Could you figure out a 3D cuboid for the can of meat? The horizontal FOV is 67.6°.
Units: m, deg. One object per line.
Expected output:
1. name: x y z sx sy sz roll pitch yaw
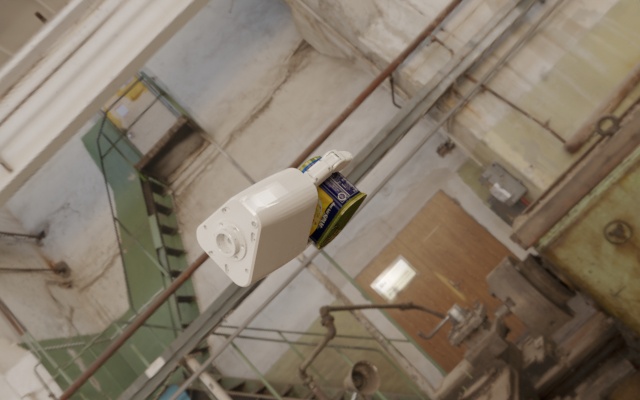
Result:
1. can of meat: 0.000 0.002 0.645 0.057 0.084 0.102 -32 -19 -47
